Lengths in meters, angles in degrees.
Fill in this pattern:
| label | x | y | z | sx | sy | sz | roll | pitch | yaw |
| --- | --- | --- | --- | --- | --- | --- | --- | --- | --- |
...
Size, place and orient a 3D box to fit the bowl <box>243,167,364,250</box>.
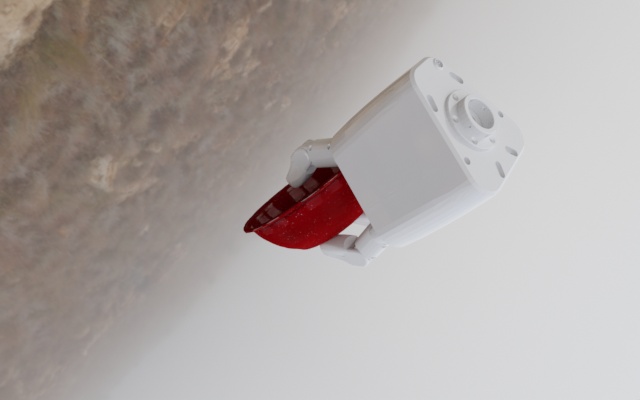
| label | x | y | z | sx | sy | sz | roll | pitch | yaw |
| --- | --- | --- | --- | --- | --- | --- | --- | --- | --- |
| bowl | 0.000 | 0.002 | 0.497 | 0.162 | 0.055 | 0.162 | -35 | 11 | 8 |
